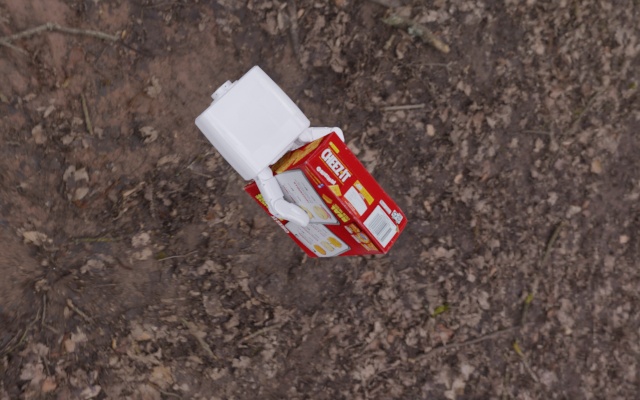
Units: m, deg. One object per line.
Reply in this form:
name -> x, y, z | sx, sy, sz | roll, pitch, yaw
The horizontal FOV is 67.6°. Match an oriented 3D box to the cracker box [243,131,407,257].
cracker box -> 0.000, 0.002, 0.698 | 0.072, 0.164, 0.214 | -49, 17, -25
